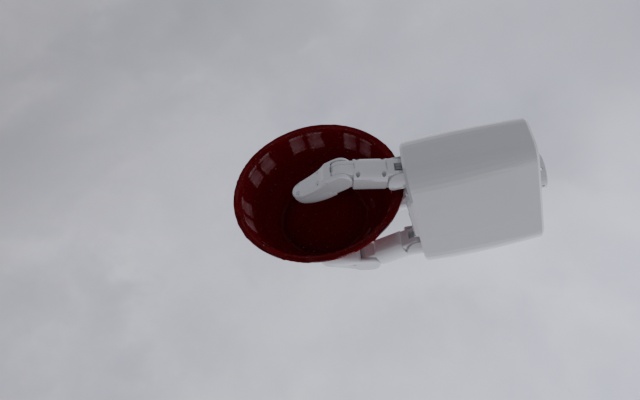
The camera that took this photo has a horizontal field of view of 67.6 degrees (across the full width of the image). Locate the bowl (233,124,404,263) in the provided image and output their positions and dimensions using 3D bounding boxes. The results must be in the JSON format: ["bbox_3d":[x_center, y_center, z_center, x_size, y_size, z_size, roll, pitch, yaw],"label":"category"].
[{"bbox_3d":[-0.001,0.002,0.468,0.162,0.162,0.055,0,-36,11],"label":"bowl"}]
